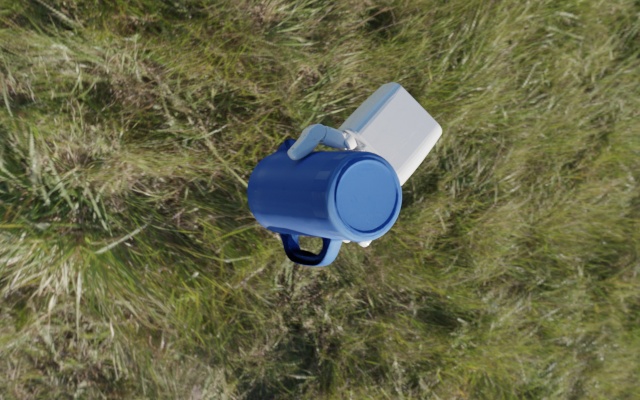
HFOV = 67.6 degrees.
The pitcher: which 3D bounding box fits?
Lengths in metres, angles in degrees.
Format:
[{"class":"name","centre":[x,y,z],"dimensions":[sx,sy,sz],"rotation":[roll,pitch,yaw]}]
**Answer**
[{"class":"pitcher","centre":[0.000,0.002,0.662],"dimensions":[0.149,0.145,0.243],"rotation":[49,-19,-21]}]
